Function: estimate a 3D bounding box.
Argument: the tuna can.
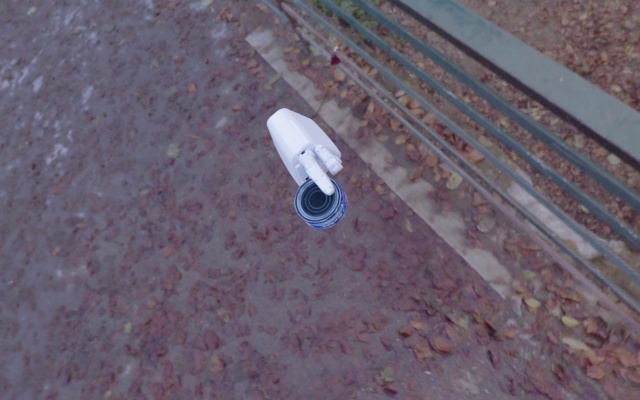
[{"bbox_3d":[0.000,0.002,0.805,0.086,0.086,0.034,0,-19,21],"label":"tuna can"}]
